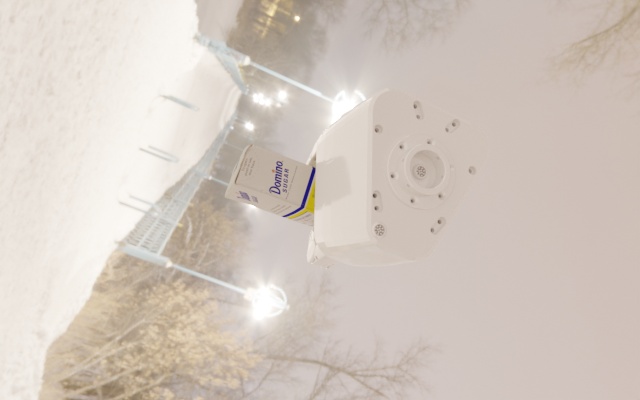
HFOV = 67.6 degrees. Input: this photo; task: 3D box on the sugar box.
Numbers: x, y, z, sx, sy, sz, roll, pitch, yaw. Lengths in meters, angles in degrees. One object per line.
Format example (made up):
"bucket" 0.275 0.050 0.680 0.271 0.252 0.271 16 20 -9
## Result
"sugar box" 0.000 0.001 0.467 0.176 0.048 0.093 22 -13 -13
